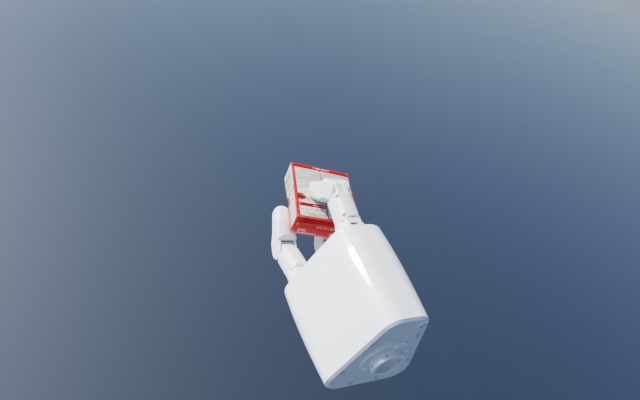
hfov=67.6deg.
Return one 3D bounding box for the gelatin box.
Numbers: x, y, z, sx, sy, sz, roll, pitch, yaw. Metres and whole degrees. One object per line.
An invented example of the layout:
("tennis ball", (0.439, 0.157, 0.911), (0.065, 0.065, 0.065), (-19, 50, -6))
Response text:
("gelatin box", (0.000, 0.001, 0.540), (0.073, 0.089, 0.030), (10, -47, -20))
